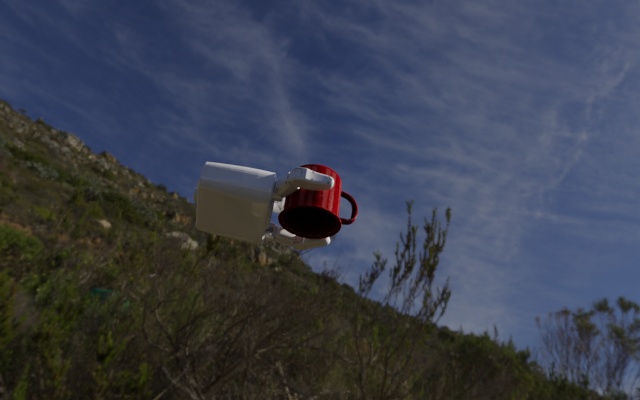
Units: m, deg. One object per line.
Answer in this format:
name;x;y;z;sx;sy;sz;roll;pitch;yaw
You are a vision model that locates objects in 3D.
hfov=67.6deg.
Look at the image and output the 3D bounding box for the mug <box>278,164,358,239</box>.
mug;0.002;0.002;0.716;0.117;0.081;0.093;12;-34;-7
